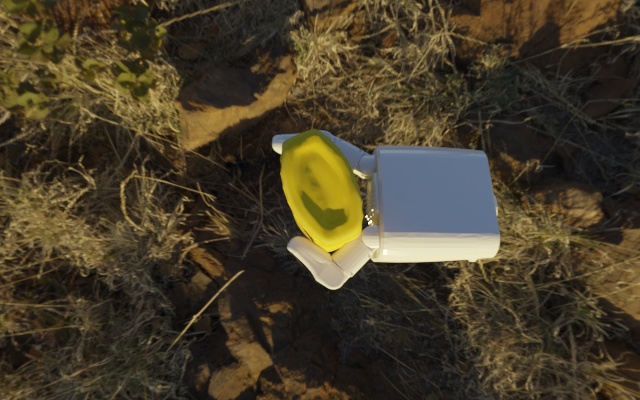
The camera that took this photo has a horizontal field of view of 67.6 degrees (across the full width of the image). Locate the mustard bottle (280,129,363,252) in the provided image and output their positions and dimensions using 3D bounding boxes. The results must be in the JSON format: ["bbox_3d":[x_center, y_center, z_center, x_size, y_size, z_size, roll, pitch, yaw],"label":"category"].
[{"bbox_3d":[0.000,0.002,0.467,0.058,0.096,0.191,-24,-7,-4],"label":"mustard bottle"}]
